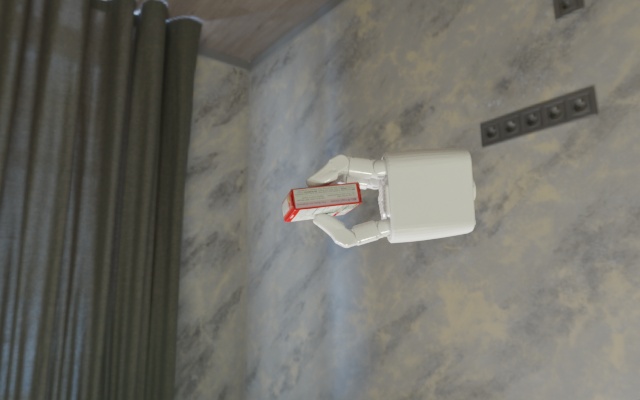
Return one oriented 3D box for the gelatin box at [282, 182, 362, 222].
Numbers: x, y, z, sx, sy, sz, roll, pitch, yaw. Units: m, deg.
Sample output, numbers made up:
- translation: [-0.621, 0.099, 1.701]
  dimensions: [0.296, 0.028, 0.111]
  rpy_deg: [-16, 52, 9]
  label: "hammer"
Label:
- translation: [0.000, 0.002, 0.611]
  dimensions: [0.089, 0.030, 0.073]
  rpy_deg: [-7, -12, -15]
  label: "gelatin box"
